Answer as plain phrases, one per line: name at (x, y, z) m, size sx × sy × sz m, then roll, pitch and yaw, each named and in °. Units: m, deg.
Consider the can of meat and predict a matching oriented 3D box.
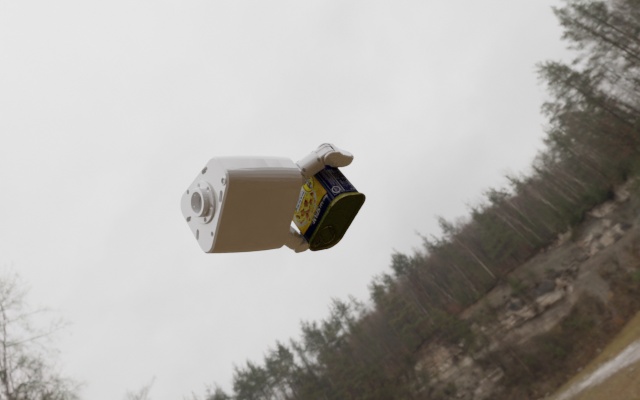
can of meat at (0.000, 0.002, 0.633) m, size 0.057 × 0.102 × 0.084 m, roll -6°, pitch 47°, yaw -41°
